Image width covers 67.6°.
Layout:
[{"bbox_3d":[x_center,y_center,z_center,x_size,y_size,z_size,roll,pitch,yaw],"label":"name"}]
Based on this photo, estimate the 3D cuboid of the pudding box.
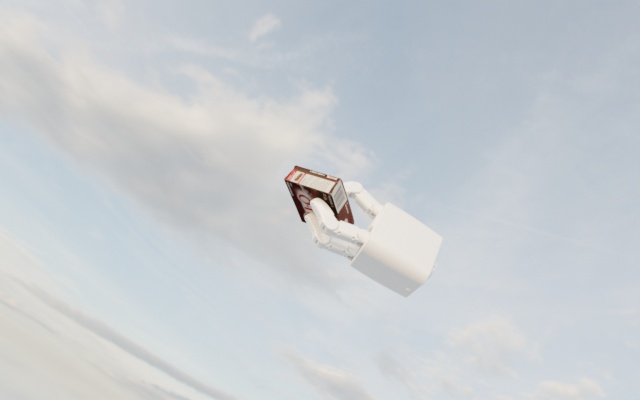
[{"bbox_3d":[0.000,0.002,0.764,0.090,0.039,0.114,17,-35,29],"label":"pudding box"}]
